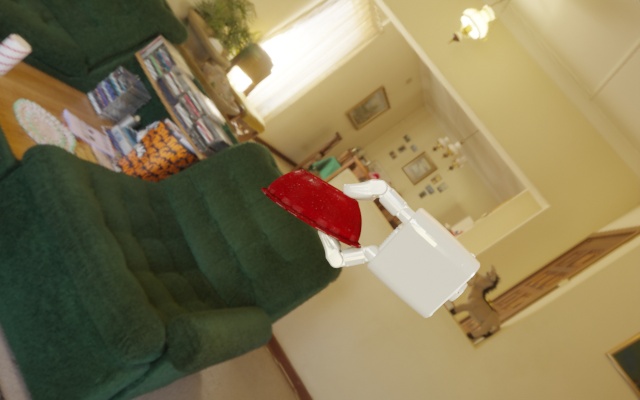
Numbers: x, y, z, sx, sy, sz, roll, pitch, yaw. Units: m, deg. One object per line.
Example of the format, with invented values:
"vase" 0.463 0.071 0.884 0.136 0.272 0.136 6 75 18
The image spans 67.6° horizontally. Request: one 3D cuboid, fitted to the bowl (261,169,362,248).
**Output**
"bowl" -0.001 0.001 0.665 0.162 0.055 0.162 30 3 -2
